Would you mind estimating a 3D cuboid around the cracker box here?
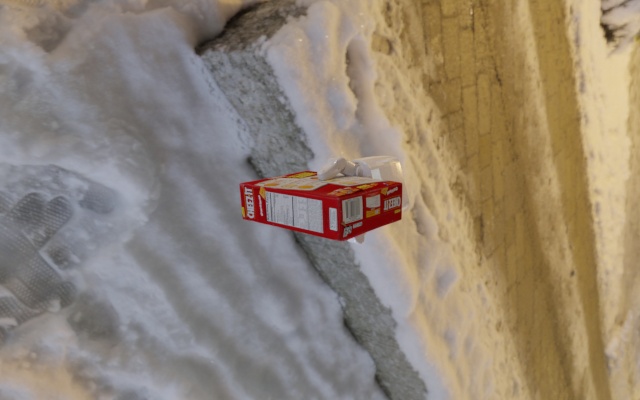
[{"bbox_3d":[0.000,0.002,0.777,0.213,0.072,0.164,9,16,41],"label":"cracker box"}]
